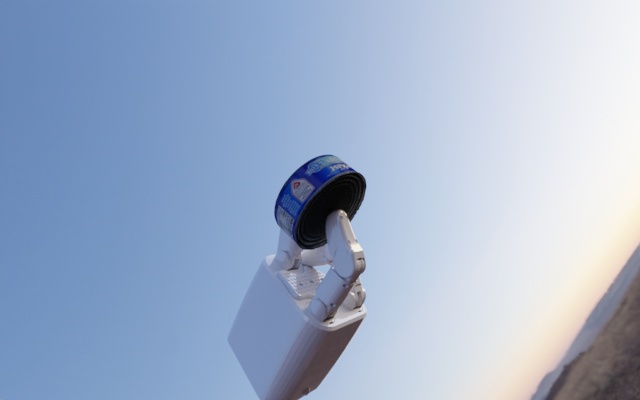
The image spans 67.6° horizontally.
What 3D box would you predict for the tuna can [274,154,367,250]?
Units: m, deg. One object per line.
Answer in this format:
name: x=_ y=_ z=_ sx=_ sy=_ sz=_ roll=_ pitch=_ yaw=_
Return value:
tuna can: x=0.000 y=0.001 z=0.435 sx=0.033 sy=0.086 sz=0.086 roll=41 pitch=23 yaw=29
